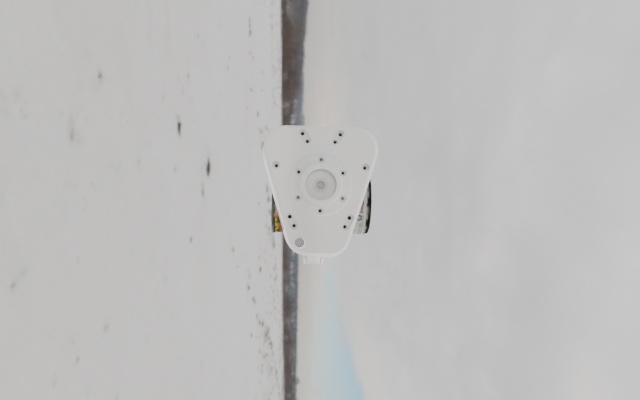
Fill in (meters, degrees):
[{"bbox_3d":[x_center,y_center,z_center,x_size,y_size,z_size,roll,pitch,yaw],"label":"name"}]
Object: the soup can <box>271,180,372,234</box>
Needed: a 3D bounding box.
[{"bbox_3d":[0.000,0.002,0.515,0.102,0.068,0.068,1,0,-2],"label":"soup can"}]
